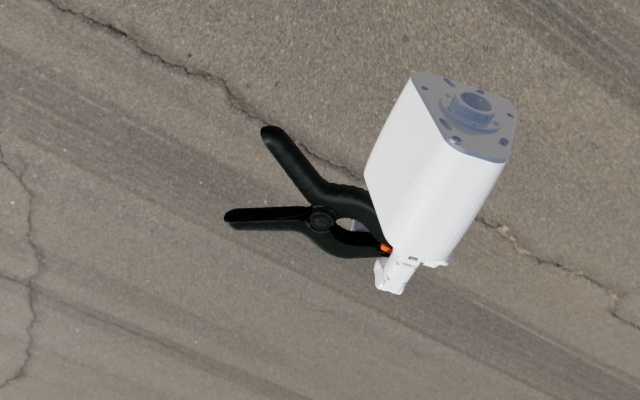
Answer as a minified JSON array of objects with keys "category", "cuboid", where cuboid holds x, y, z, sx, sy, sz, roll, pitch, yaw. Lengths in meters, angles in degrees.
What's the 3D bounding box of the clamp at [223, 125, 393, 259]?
[{"category":"clamp","cuboid":[0.000,0.002,0.446,0.171,0.120,0.039,16,42,-5]}]
